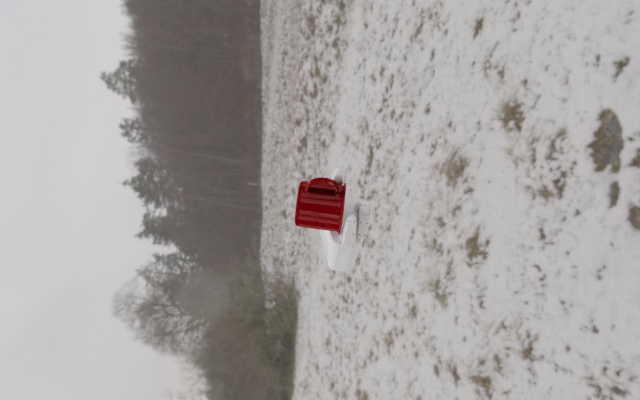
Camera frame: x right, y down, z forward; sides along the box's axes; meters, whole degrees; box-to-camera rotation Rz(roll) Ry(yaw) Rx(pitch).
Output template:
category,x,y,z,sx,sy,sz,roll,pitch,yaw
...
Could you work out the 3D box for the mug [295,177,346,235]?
category,x,y,z,sx,sy,sz,roll,pitch,yaw
mug,0.000,0.002,0.831,0.081,0.093,0.117,7,-37,1
